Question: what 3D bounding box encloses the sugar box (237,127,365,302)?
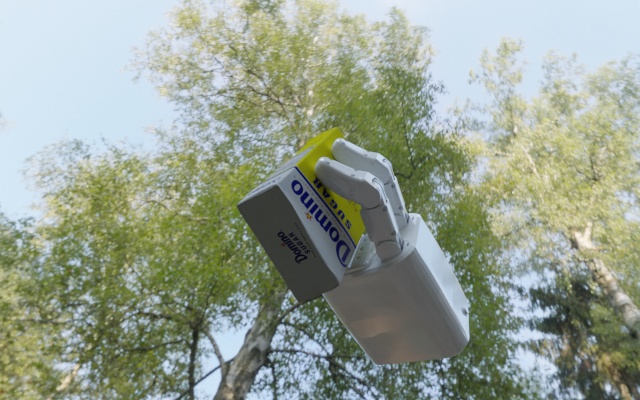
[{"bbox_3d":[0.001,0.001,0.426,0.048,0.093,0.176,-26,13,22],"label":"sugar box"}]
